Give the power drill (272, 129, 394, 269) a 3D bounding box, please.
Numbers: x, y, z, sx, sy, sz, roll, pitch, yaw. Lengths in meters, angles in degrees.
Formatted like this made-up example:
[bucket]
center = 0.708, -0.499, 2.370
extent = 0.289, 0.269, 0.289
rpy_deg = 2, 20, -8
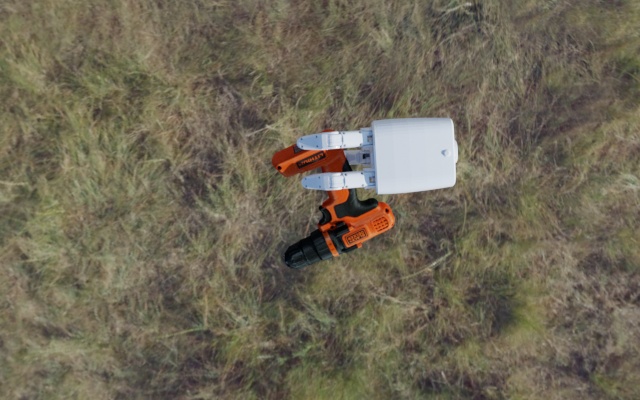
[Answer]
[power drill]
center = 0.000, 0.002, 0.717
extent = 0.184, 0.188, 0.057
rpy_deg = -26, 27, 1
